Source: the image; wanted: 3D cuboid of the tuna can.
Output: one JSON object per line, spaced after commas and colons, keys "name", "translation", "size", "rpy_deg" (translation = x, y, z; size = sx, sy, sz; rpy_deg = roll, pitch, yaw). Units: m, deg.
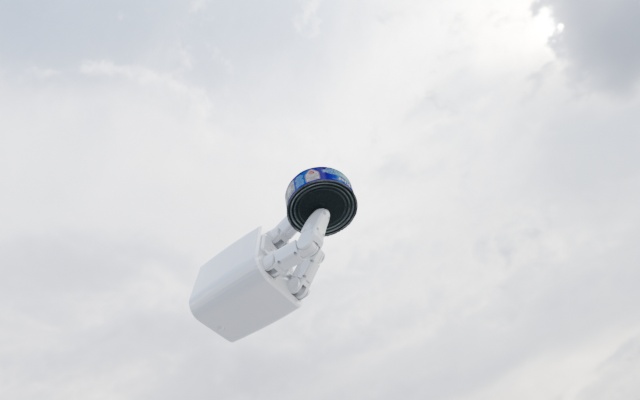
{"name": "tuna can", "translation": [0.000, 0.002, 0.579], "size": [0.086, 0.086, 0.033], "rpy_deg": [0, 37, -10]}
